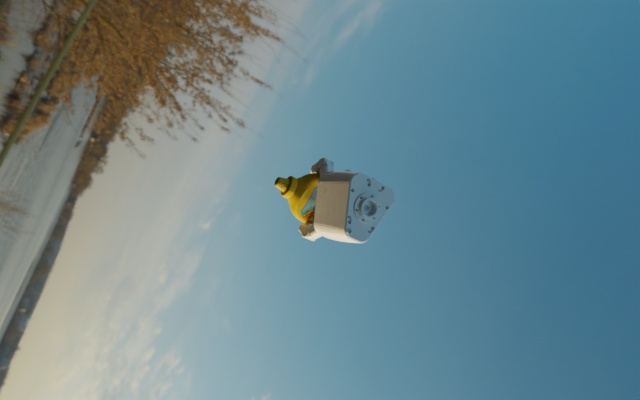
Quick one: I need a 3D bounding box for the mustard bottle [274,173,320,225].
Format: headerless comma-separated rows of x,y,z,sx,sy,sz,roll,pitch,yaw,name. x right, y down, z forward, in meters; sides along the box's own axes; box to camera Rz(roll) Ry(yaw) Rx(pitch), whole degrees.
0.000,0.003,0.895,0.192,0.096,0.058,25,15,-25,mustard bottle
